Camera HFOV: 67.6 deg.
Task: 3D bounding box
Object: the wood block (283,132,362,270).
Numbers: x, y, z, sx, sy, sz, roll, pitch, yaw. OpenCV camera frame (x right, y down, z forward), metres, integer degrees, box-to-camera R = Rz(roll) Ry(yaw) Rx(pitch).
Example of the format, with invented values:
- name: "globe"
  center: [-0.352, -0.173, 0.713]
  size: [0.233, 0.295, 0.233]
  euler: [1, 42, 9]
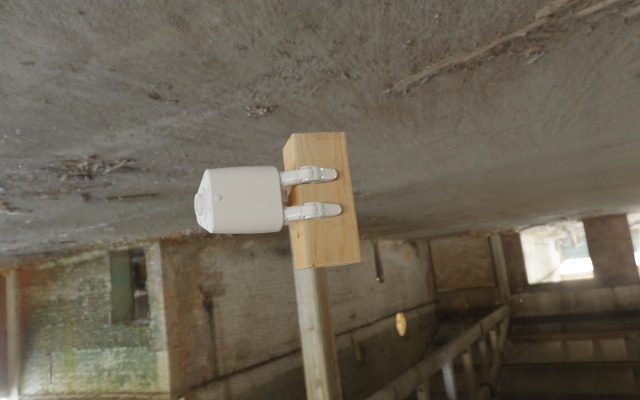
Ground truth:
- name: "wood block"
  center: [0.000, 0.003, 0.769]
  size: [0.090, 0.206, 0.091]
  euler: [-4, -9, -15]
